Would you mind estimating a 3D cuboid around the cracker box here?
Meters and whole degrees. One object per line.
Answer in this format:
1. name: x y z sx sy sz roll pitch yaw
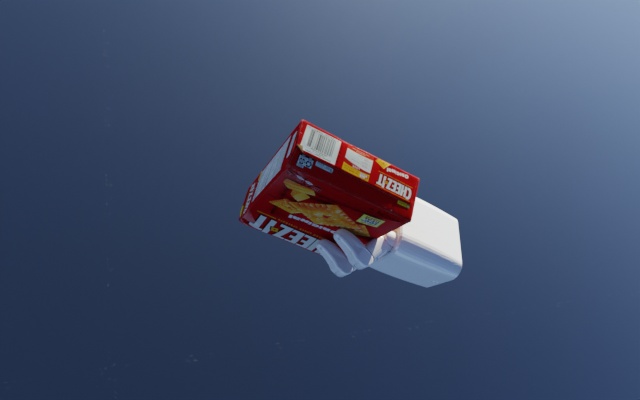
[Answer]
1. cracker box: 0.000 0.002 0.633 0.164 0.072 0.214 25 -28 -15
